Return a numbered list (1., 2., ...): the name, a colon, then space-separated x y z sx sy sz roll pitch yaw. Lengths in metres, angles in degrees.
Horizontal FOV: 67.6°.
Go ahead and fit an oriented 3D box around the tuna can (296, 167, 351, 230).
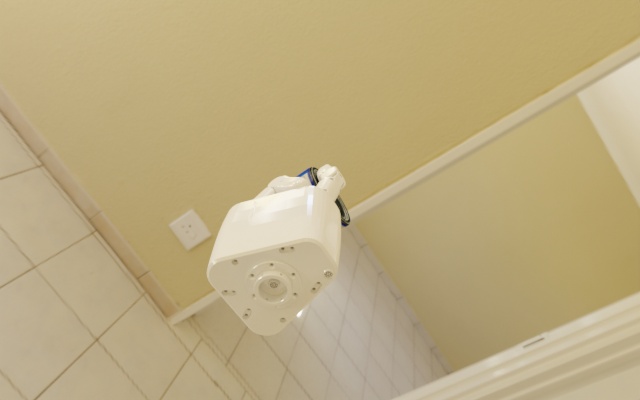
1. tuna can: 0.001 0.002 0.580 0.034 0.086 0.086 -34 -8 13
